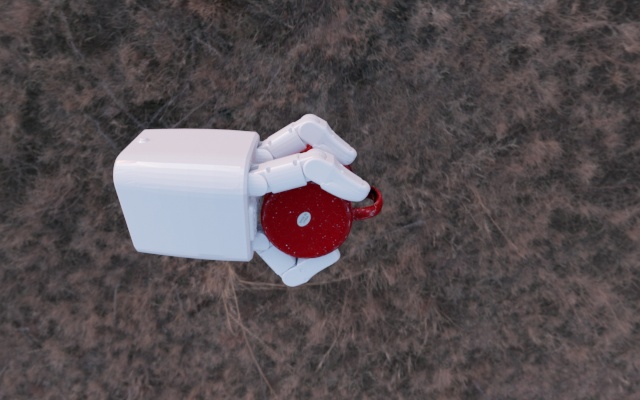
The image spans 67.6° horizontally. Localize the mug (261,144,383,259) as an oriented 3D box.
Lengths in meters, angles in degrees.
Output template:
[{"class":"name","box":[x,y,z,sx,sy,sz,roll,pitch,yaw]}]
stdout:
[{"class":"mug","box":[0.002,0.002,0.448,0.117,0.093,0.081,3,27,-1]}]
